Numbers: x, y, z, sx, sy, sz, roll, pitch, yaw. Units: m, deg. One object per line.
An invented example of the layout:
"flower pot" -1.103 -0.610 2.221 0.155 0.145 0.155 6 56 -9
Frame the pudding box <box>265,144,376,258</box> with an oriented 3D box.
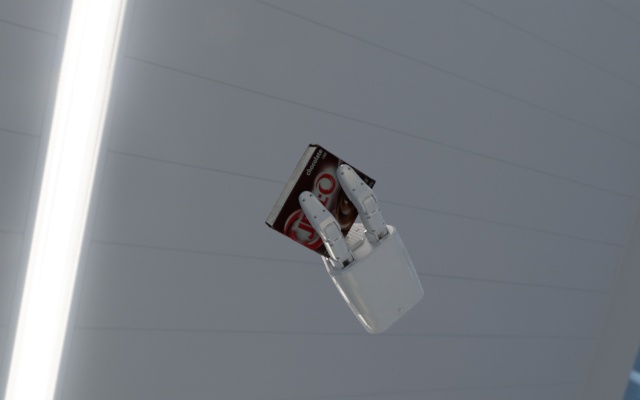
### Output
"pudding box" 0.000 0.002 0.574 0.090 0.113 0.039 30 -5 -24
